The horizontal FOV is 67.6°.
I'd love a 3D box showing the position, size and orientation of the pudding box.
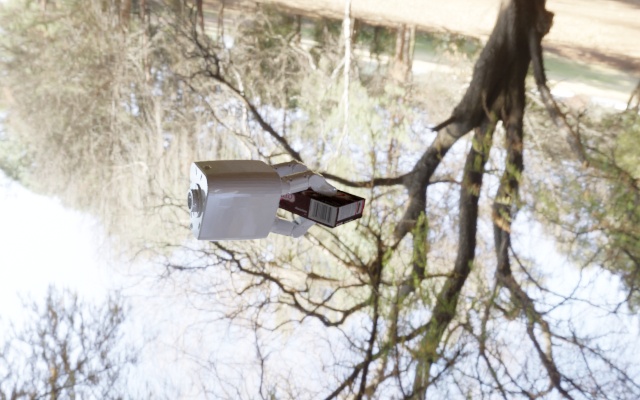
[{"bbox_3d":[0.000,0.003,0.746,0.113,0.039,0.090,22,21,28],"label":"pudding box"}]
